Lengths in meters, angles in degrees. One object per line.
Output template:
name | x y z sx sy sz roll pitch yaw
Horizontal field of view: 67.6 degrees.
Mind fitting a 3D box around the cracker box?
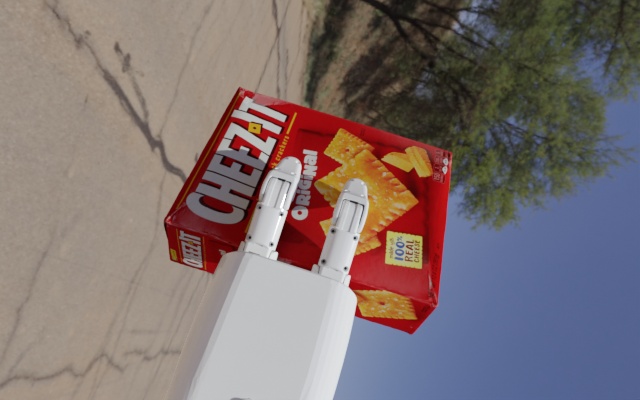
cracker box | 0.000 0.002 0.418 0.213 0.164 0.072 17 -37 1
